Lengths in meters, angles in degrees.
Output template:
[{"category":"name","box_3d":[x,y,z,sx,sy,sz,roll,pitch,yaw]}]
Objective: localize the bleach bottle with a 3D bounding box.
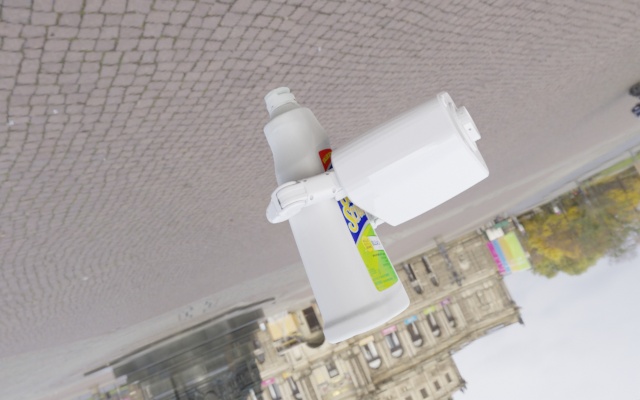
[{"category":"bleach bottle","box_3d":[0.000,0.002,0.467,0.068,0.250,0.102,-29,-12,23]}]
